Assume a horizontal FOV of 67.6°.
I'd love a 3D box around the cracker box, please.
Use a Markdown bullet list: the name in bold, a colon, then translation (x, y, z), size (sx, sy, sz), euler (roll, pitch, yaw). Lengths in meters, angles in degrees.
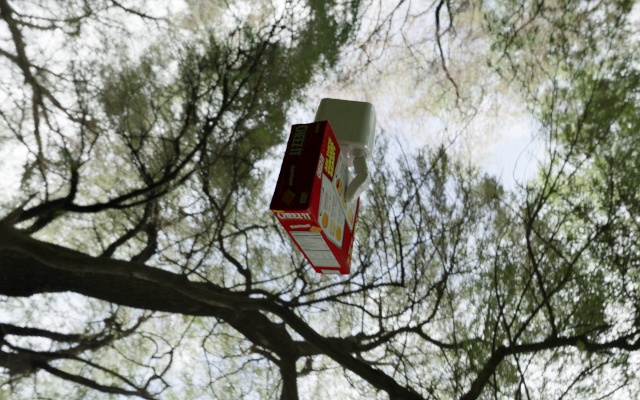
- **cracker box**: translation (0.000, 0.003, 0.781), size (0.072, 0.164, 0.214), euler (-2, -34, 21)
